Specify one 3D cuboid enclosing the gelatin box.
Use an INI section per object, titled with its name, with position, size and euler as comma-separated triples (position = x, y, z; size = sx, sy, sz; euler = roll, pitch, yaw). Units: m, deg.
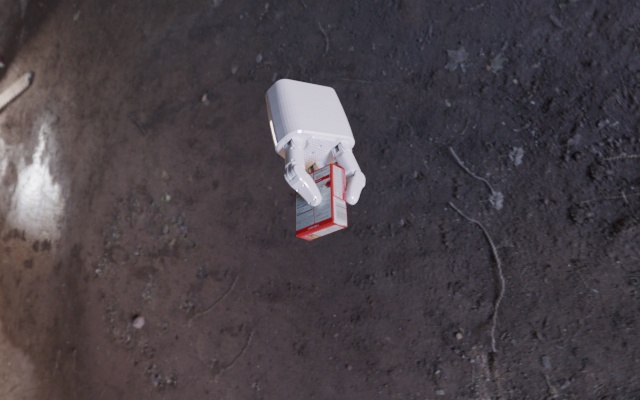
[gelatin box]
position = 0.000, 0.002, 0.651
size = 0.030, 0.089, 0.073
euler = 21, -32, -41
